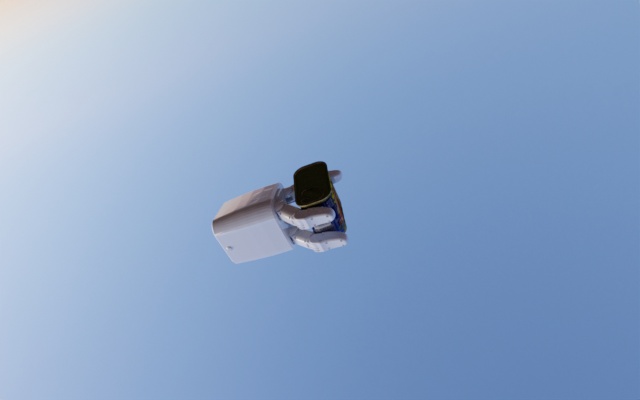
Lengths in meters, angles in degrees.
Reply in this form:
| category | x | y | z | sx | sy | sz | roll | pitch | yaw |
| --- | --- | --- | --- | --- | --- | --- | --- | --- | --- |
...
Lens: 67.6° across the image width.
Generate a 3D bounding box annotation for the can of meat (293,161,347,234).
| category | x | y | z | sx | sy | sz | roll | pitch | yaw |
| --- | --- | --- | --- | --- | --- | --- | --- | --- | --- |
| can of meat | 0.000 | 0.003 | 0.750 | 0.057 | 0.084 | 0.102 | -19 | 37 | 8 |
